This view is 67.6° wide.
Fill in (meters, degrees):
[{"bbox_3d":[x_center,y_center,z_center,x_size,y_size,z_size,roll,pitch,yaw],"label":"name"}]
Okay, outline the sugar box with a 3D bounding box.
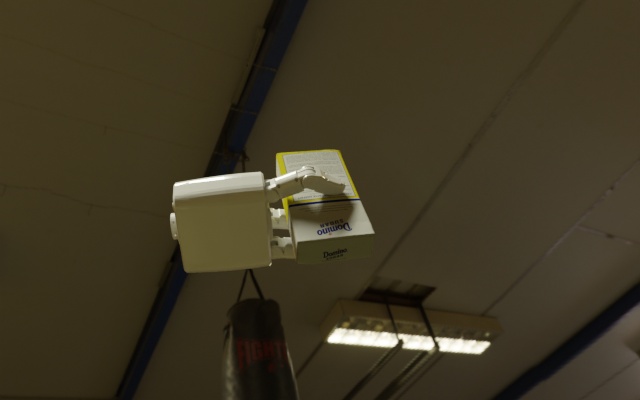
[{"bbox_3d":[0.000,0.002,0.610,0.093,0.048,0.176,-5,43,-10],"label":"sugar box"}]
